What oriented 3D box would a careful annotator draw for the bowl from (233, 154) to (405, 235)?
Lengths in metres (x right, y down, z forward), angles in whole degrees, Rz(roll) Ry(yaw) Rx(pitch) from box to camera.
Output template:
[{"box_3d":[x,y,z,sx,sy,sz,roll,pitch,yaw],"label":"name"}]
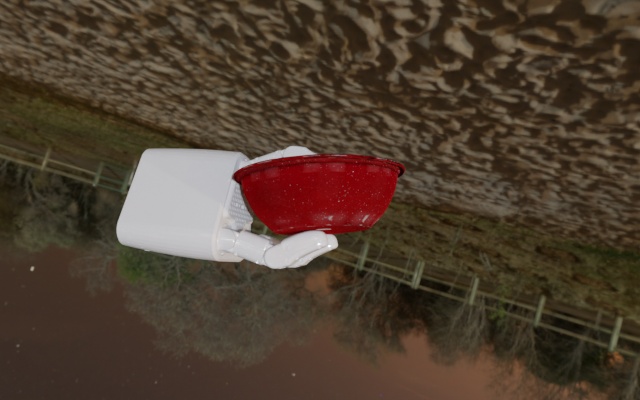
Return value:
[{"box_3d":[0.001,0.002,0.448,0.162,0.055,0.162,-3,-9,0],"label":"bowl"}]
